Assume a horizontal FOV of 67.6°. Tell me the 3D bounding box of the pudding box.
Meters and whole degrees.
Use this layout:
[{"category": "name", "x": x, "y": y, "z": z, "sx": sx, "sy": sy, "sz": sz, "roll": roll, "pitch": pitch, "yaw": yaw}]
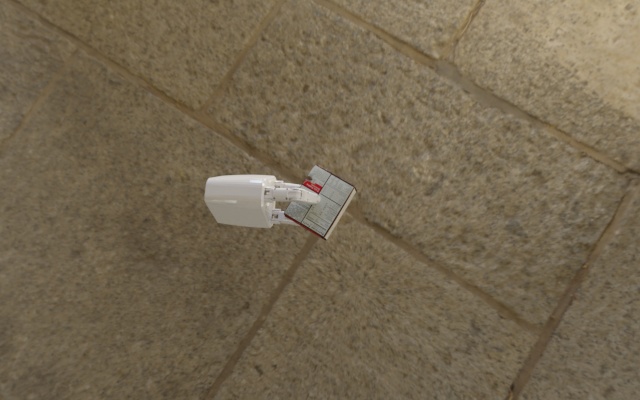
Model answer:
[{"category": "pudding box", "x": 0.000, "y": 0.003, "z": 0.870, "sx": 0.090, "sy": 0.113, "sz": 0.039, "roll": 31, "pitch": -5, "yaw": 11}]
